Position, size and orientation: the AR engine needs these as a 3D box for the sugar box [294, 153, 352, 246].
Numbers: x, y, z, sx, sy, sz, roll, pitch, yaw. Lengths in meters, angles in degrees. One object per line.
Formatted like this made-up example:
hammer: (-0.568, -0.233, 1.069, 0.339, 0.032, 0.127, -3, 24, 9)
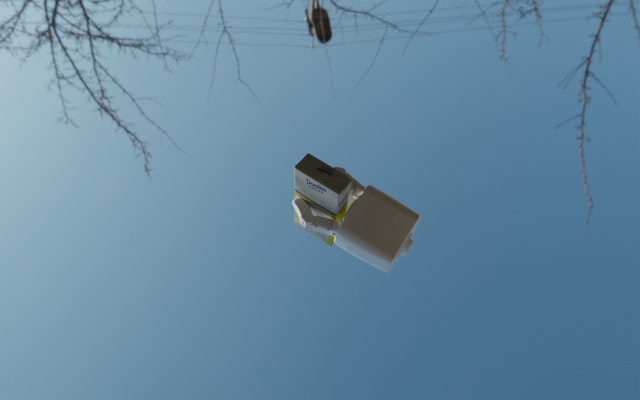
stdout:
sugar box: (0.001, 0.003, 0.845, 0.093, 0.048, 0.176, 32, -32, 16)
